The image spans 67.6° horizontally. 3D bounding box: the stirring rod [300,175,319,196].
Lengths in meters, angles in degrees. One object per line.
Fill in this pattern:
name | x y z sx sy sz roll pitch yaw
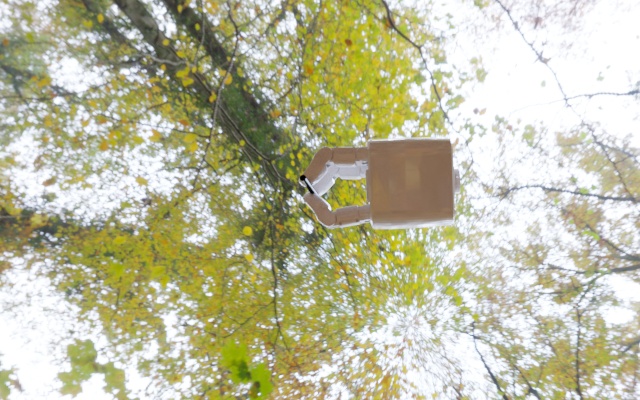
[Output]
stirring rod | 0.000 0.002 0.699 0.011 0.011 0.239 0 -14 11
